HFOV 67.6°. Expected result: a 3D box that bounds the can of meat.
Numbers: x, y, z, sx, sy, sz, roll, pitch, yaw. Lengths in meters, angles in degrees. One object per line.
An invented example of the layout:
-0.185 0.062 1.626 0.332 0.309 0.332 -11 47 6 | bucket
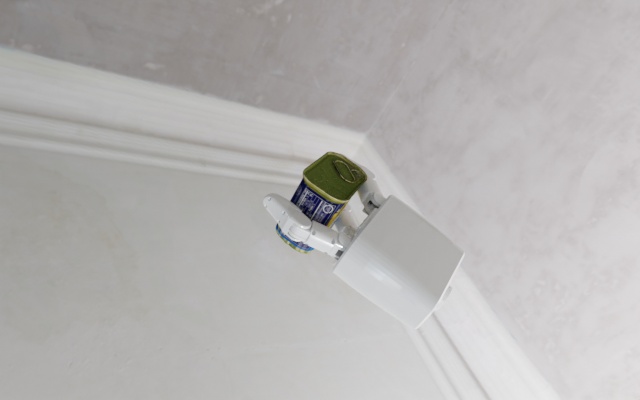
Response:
0.000 0.002 0.546 0.057 0.084 0.102 35 30 6 | can of meat
